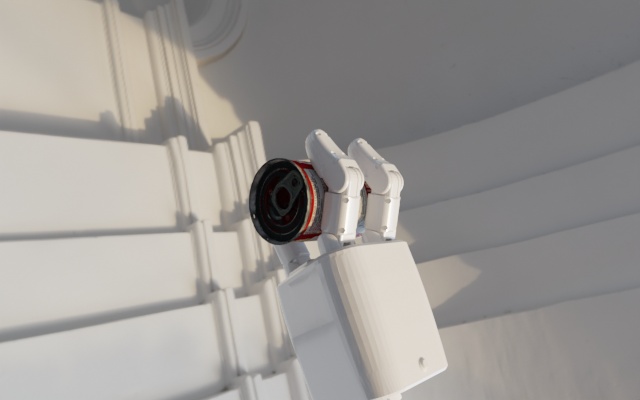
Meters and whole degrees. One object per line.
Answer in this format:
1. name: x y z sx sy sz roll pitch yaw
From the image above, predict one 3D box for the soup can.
1. soup can: 0.000 0.001 0.407 0.068 0.068 0.102 0 -1 42
